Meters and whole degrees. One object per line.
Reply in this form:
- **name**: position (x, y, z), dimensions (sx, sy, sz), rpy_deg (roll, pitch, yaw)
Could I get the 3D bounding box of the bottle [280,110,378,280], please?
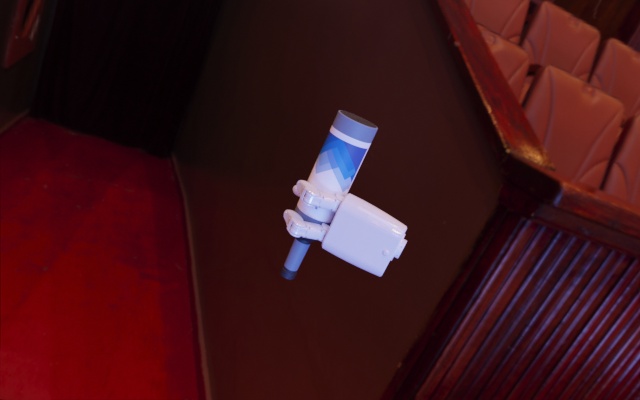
- **bottle**: position (0.000, 0.002, 0.777), dimensions (0.069, 0.296, 0.069), rpy_deg (22, 19, -8)
